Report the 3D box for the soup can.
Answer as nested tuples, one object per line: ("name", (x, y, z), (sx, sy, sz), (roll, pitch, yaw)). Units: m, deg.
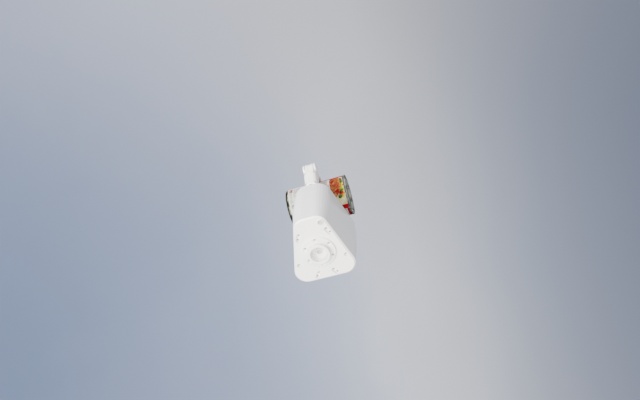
("soup can", (0.000, 0.002, 0.799), (0.102, 0.068, 0.068), (-15, -2, 9))
